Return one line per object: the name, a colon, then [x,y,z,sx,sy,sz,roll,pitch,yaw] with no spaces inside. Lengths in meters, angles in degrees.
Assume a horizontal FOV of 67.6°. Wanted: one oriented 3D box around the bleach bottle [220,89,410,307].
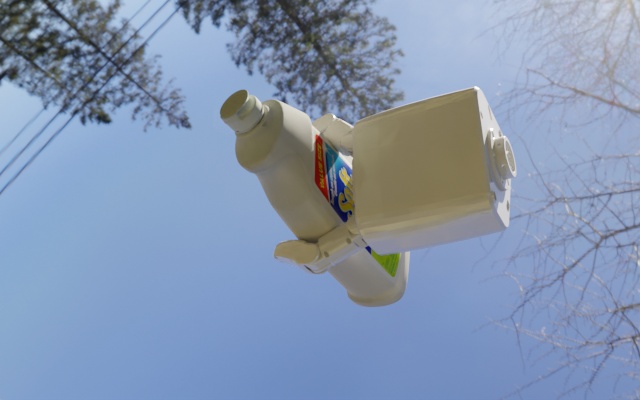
bleach bottle: [0.000,0.001,0.438,0.068,0.102,0.251,-12,-40,33]
